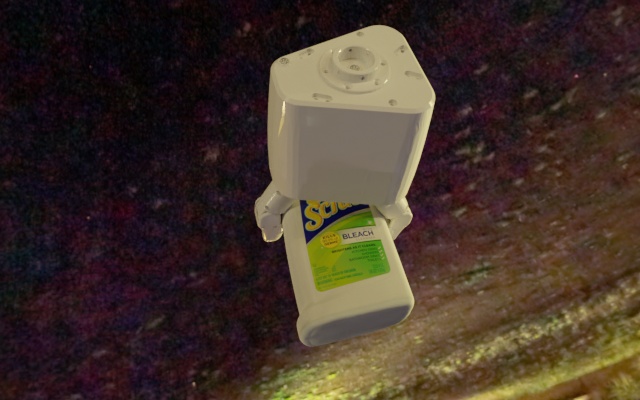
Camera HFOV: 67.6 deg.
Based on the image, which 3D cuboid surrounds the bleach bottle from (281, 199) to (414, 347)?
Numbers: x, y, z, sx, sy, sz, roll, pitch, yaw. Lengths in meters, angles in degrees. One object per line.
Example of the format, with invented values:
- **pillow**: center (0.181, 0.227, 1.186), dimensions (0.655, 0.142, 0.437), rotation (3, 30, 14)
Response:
- **bleach bottle**: center (0.000, 0.002, 0.458), dimensions (0.102, 0.250, 0.068), rotation (-11, -32, -11)
